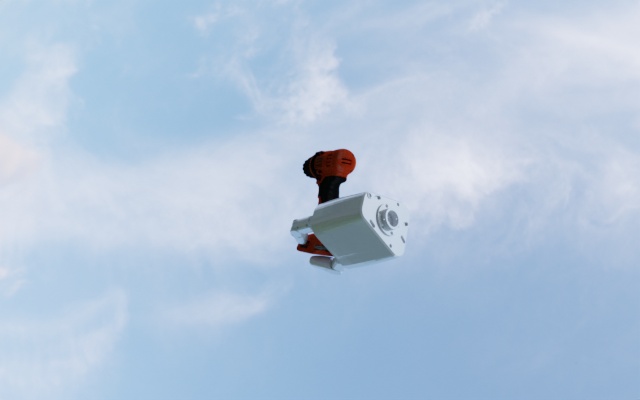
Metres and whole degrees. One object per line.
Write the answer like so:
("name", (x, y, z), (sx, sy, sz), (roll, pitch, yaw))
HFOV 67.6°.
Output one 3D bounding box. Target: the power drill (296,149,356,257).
("power drill", (0.000, 0.003, 0.858), (0.057, 0.187, 0.184), (7, -3, -19))
